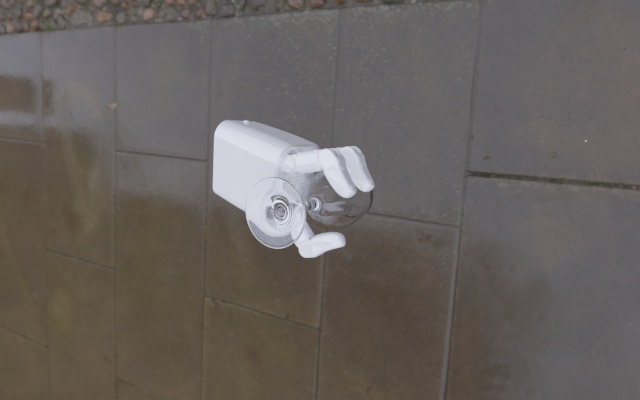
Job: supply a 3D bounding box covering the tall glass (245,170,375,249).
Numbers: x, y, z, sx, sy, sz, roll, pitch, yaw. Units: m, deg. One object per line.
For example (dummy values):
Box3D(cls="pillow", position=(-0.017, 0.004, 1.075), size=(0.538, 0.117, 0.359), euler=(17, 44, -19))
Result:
Box3D(cls="tall glass", position=(0.000, 0.002, 0.575), size=(0.079, 0.079, 0.201), euler=(0, 6, 29))
